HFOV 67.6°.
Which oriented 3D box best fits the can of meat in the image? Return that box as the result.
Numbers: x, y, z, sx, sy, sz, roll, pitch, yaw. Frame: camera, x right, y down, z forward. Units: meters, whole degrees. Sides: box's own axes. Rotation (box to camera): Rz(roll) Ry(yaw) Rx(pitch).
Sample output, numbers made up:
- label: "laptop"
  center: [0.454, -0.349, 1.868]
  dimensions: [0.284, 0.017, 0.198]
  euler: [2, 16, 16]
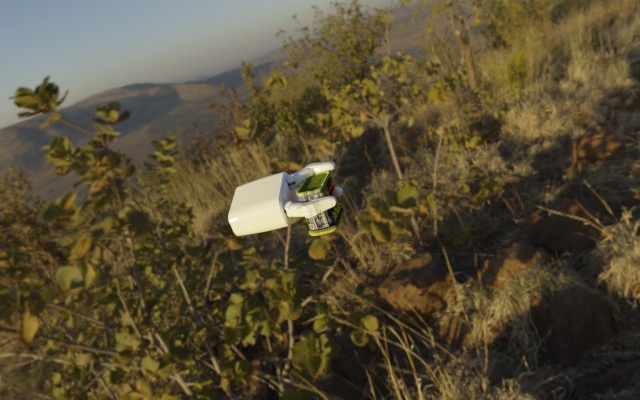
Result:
- label: "can of meat"
  center: [0.000, 0.003, 0.881]
  dimensions: [0.057, 0.084, 0.102]
  euler: [-13, 20, 18]
